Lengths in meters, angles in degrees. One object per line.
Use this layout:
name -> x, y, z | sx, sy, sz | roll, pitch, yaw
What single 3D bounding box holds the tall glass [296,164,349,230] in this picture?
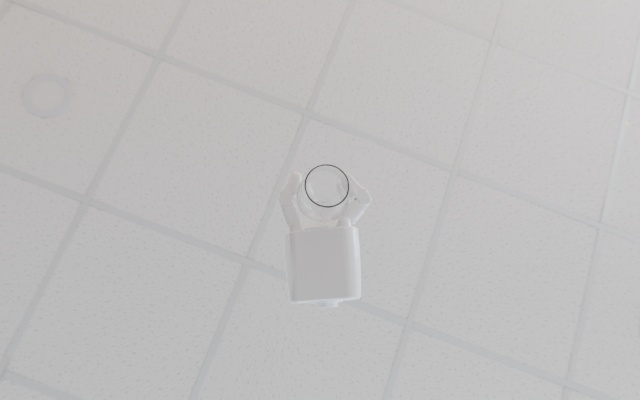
tall glass -> 0.000, 0.002, 0.746 | 0.079, 0.079, 0.201 | 0, -14, -5
